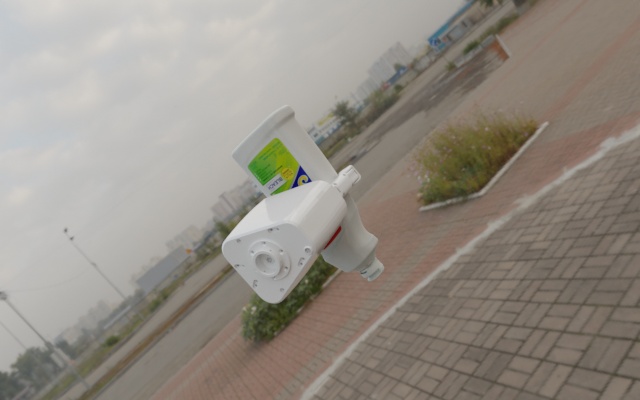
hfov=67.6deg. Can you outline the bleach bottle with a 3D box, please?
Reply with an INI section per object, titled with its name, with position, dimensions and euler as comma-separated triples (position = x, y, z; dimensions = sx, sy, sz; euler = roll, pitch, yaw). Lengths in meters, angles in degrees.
[bleach bottle]
position = 0.000, 0.002, 0.634
dimensions = 0.102, 0.251, 0.068
euler = -37, 7, 31
